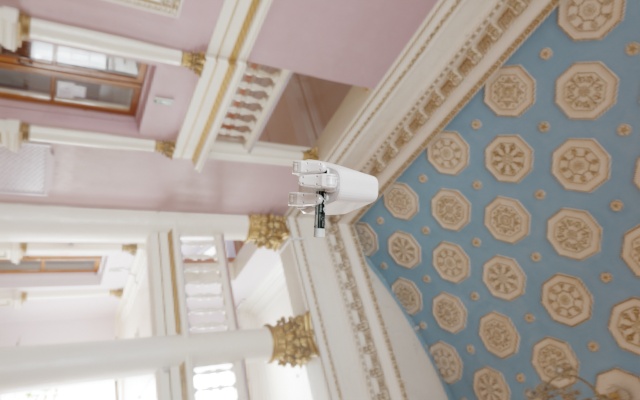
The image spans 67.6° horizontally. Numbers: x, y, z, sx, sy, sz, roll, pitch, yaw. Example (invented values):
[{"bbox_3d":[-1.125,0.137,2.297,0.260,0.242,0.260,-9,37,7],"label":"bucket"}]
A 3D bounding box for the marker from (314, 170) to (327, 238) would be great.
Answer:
[{"bbox_3d":[0.000,0.003,0.817,0.020,0.121,0.020,2,-3,0],"label":"marker"}]
